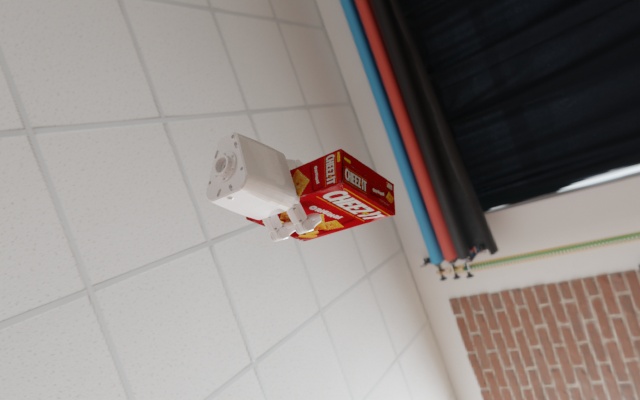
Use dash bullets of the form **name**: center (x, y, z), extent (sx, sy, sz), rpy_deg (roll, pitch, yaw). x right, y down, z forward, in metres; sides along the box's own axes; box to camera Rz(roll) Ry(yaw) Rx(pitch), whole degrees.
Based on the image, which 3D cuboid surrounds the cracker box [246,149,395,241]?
- **cracker box**: center (0.000, 0.003, 0.847), extent (0.214, 0.072, 0.164), rpy_deg (-19, -30, 34)
